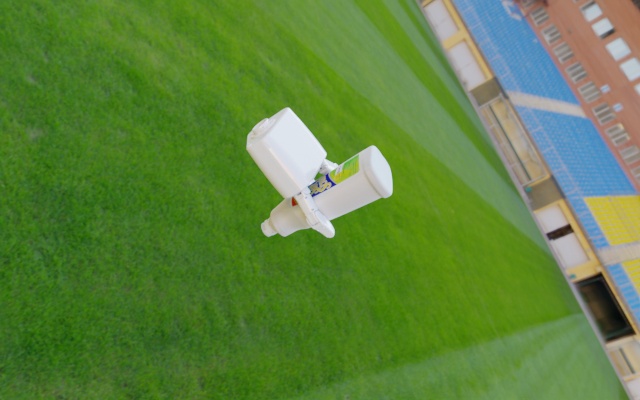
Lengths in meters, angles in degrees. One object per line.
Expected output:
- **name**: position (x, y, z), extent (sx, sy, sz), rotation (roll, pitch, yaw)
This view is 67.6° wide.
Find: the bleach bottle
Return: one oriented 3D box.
- **bleach bottle**: position (0.000, 0.003, 0.824), extent (0.251, 0.068, 0.102), rotation (-29, 25, 23)
